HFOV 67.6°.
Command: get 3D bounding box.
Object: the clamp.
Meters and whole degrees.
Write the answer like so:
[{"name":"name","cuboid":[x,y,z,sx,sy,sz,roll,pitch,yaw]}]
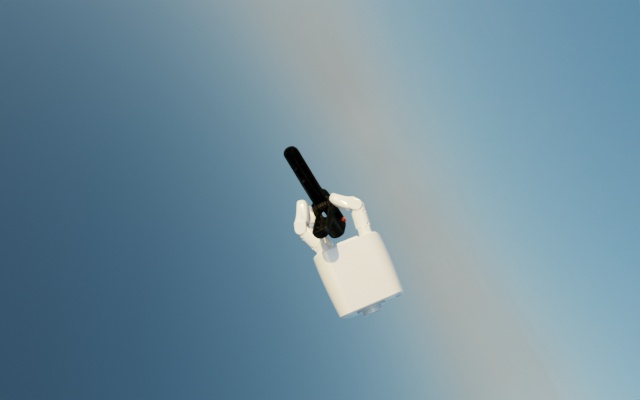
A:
[{"name":"clamp","cuboid":[0.001,0.003,0.819,0.036,0.164,0.210,-25,-18,10]}]
